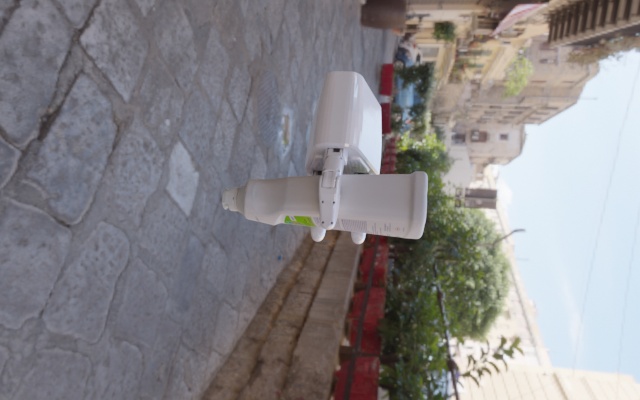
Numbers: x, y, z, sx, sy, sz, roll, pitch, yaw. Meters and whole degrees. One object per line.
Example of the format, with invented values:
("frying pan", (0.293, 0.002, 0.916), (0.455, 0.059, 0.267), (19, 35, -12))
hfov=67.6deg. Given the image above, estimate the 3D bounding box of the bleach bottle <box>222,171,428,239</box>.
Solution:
("bleach bottle", (0.000, 0.002, 0.588), (0.251, 0.068, 0.103), (3, -19, 9))
